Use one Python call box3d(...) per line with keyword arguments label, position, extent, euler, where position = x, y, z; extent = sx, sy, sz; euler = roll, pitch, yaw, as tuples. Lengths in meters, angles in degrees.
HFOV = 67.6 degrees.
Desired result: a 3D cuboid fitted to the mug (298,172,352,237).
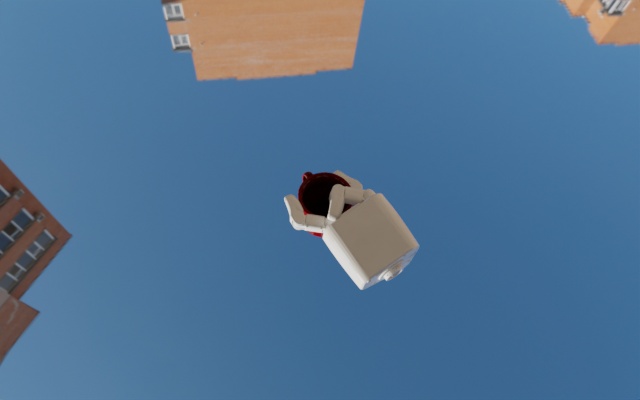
box3d(label="mug", position=(-0.001, 0.002, 0.829), extent=(0.093, 0.117, 0.081), euler=(-27, -24, -18))
